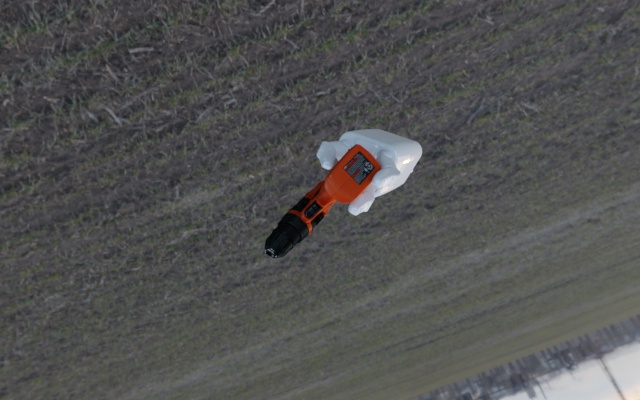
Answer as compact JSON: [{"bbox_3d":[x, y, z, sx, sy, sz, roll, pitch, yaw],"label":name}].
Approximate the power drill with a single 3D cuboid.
[{"bbox_3d":[0.001,0.002,0.747,0.184,0.057,0.188,-49,6,-38],"label":"power drill"}]
